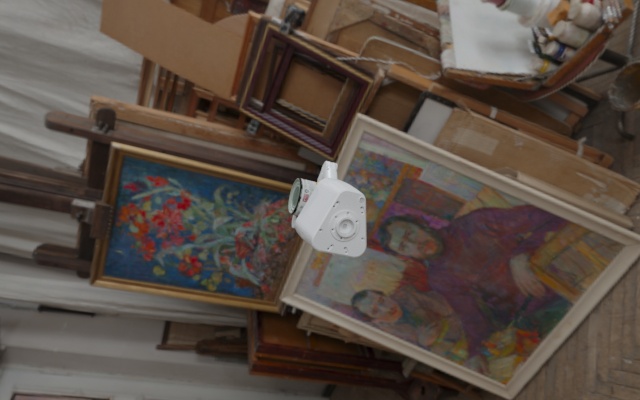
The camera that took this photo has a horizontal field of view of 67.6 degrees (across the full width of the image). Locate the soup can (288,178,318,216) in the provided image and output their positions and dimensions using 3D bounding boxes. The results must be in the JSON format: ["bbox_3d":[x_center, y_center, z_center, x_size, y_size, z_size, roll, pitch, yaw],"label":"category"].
[{"bbox_3d":[0.000,0.003,0.863,0.102,0.068,0.068,13,-4,-17],"label":"soup can"}]
